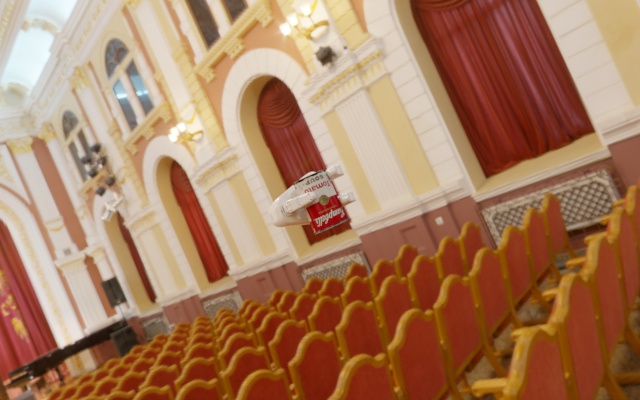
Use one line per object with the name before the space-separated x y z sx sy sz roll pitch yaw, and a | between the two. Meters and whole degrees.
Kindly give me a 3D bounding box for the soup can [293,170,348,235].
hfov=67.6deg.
soup can | 0.000 0.003 0.879 0.068 0.102 0.068 -24 -2 -1
